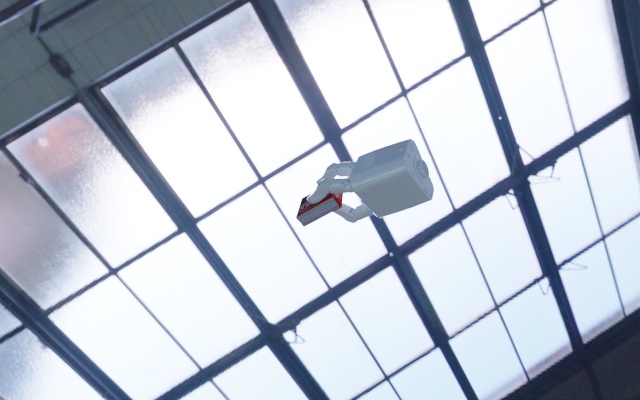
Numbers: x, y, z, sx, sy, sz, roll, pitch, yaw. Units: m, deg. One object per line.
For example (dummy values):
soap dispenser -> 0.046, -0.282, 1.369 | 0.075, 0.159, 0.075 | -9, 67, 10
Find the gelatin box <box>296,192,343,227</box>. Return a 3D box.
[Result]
gelatin box -> 0.000, 0.003, 0.900 | 0.089, 0.030, 0.073 | -30, 22, 22
